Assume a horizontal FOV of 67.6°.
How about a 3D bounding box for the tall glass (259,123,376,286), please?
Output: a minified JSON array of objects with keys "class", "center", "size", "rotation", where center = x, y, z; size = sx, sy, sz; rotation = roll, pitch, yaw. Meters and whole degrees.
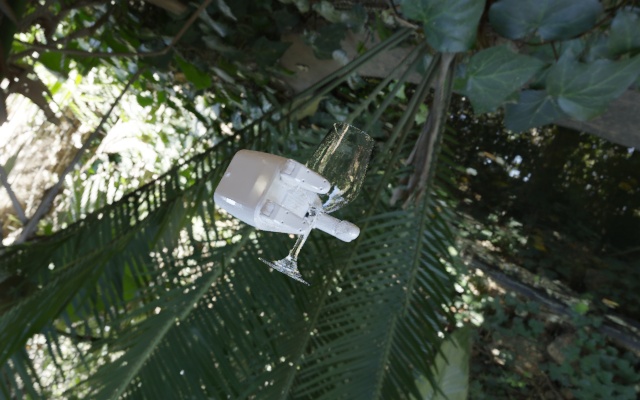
[{"class":"tall glass","center":[0.000,0.003,0.611],"size":[0.079,0.201,0.079],"rotation":[27,-8,4]}]
